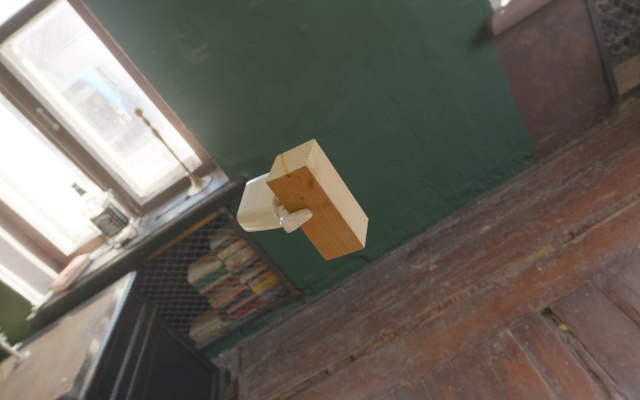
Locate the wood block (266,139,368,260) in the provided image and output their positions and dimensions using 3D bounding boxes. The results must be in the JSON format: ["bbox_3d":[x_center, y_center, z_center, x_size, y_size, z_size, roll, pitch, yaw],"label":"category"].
[{"bbox_3d":[0.000,0.003,0.896,0.090,0.206,0.090,-21,31,26],"label":"wood block"}]
